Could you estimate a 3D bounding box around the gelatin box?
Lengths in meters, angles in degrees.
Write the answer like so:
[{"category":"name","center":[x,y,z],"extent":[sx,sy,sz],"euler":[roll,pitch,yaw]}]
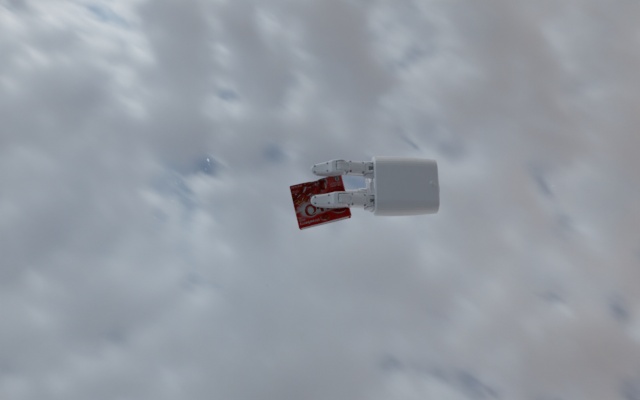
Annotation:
[{"category":"gelatin box","center":[0.000,0.003,0.787],"extent":[0.089,0.073,0.030],"euler":[-14,-10,0]}]
